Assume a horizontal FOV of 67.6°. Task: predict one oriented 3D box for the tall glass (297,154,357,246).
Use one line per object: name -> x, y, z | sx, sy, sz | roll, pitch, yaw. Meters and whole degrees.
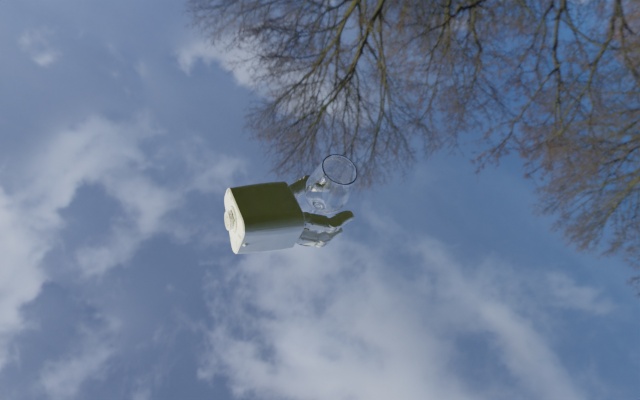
tall glass -> 0.000, 0.003, 0.852 | 0.079, 0.079, 0.201 | 0, -33, -22
